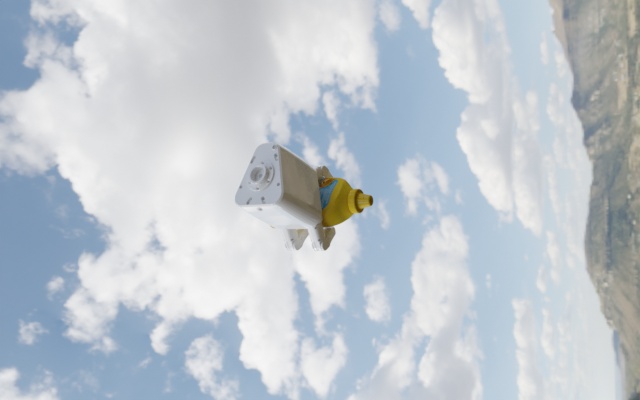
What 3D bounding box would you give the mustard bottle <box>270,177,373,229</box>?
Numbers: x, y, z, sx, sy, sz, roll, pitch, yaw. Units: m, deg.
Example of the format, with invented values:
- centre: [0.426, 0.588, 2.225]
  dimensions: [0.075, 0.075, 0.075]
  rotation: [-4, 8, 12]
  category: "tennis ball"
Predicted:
- centre: [0.000, 0.003, 0.818]
  dimensions: [0.191, 0.096, 0.058]
  rotation: [-2, -45, 32]
  category: "mustard bottle"
